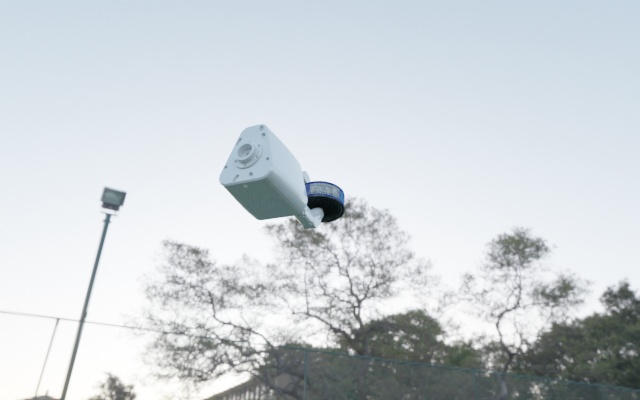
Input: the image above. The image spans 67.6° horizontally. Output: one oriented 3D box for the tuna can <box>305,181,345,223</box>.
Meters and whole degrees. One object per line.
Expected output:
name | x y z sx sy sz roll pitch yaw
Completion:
tuna can | 0.000 0.002 0.834 0.086 0.033 0.086 3 -34 2
